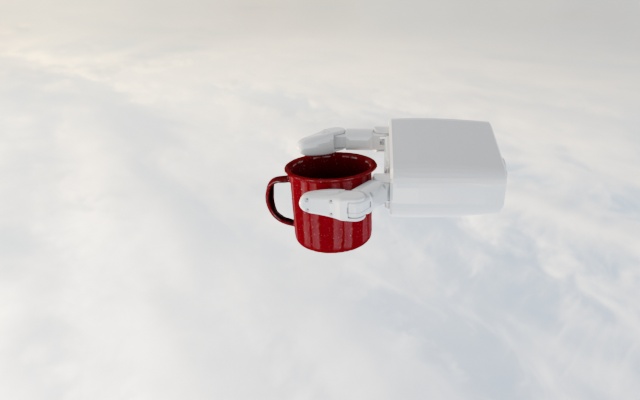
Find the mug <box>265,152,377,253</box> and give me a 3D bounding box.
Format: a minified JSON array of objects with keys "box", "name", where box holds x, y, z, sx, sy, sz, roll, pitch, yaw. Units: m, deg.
[{"box":[-0.001,0.002,0.494,0.117,0.081,0.093,0,22,8],"name":"mug"}]
